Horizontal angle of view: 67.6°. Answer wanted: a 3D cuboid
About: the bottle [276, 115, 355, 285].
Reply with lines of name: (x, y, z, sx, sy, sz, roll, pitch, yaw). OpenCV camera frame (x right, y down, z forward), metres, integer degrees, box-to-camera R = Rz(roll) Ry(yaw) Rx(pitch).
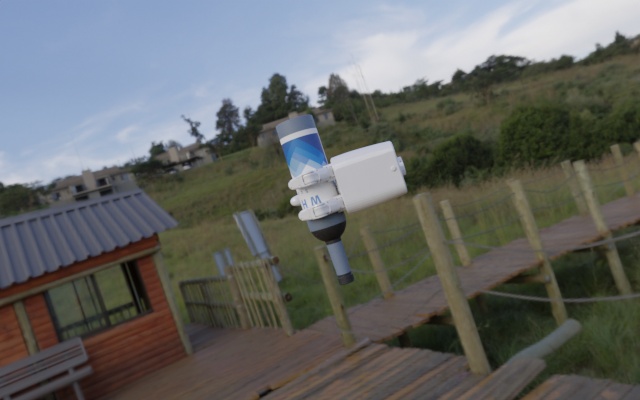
bottle: (0.000, 0.002, 0.827, 0.069, 0.295, 0.069, -18, 1, 0)
